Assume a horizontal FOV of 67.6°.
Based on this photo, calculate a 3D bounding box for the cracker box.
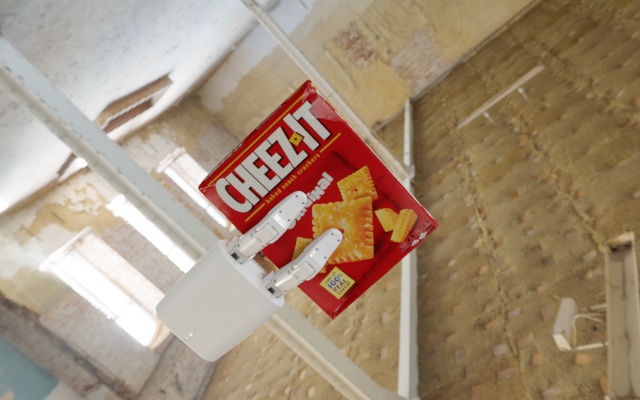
[{"bbox_3d":[0.000,0.002,0.533,0.164,0.214,0.072,-42,14,8],"label":"cracker box"}]
